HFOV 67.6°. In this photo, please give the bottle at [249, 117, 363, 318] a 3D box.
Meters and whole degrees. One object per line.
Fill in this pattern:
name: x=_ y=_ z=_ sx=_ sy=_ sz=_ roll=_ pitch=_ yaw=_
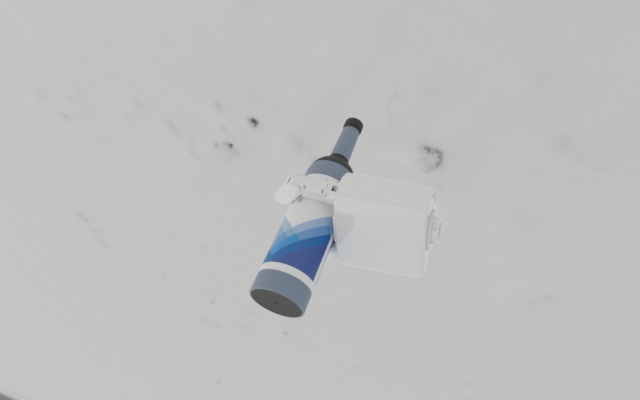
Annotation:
bottle: x=0.000 y=0.002 z=0.611 sx=0.069 sy=0.295 sz=0.069 roll=16 pitch=-34 yaw=11
